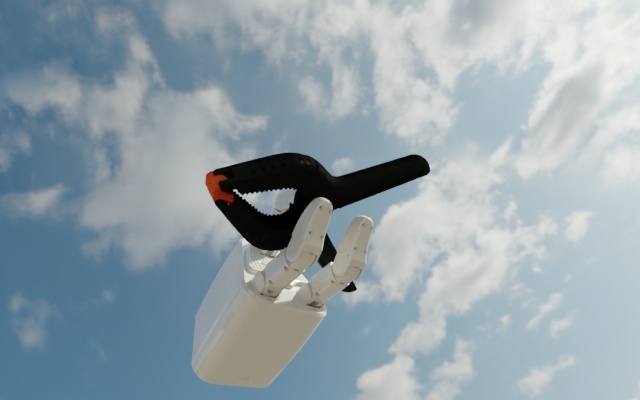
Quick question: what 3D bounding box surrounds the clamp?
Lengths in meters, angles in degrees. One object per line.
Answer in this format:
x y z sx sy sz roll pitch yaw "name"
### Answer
-0.001 0.001 0.436 0.210 0.164 0.036 23 17 -38 "clamp"
